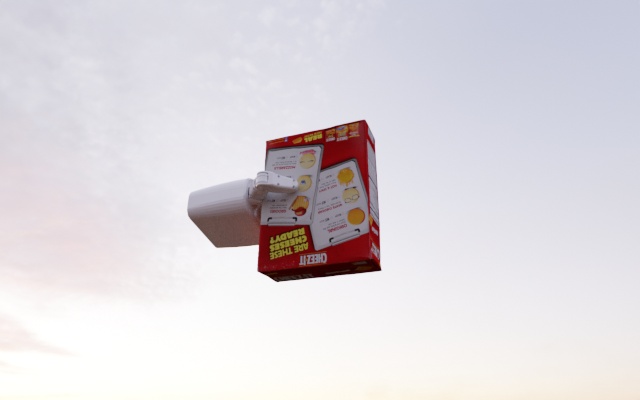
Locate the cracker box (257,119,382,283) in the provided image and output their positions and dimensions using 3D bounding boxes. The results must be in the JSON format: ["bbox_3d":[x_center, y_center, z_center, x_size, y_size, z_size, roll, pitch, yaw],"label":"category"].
[{"bbox_3d":[0.000,0.002,0.694,0.164,0.213,0.072,-9,-26,20],"label":"cracker box"}]
